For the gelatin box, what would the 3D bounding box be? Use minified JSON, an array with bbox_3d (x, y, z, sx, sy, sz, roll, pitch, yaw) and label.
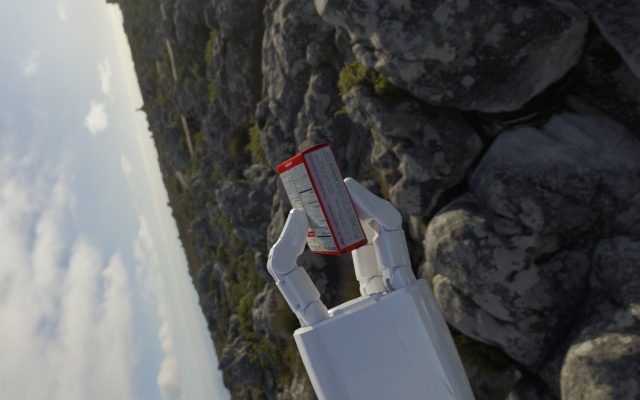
[{"bbox_3d":[0.000,0.001,0.409,0.030,0.089,0.073,-24,3,-20],"label":"gelatin box"}]
